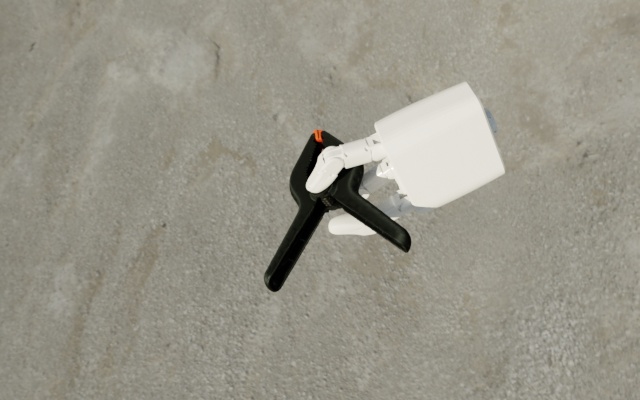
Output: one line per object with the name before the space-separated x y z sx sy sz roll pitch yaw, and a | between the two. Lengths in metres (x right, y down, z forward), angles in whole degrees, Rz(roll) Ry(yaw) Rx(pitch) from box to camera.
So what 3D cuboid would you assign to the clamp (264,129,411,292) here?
clamp | 0.000 0.001 0.552 0.164 0.209 0.036 -24 -42 12
